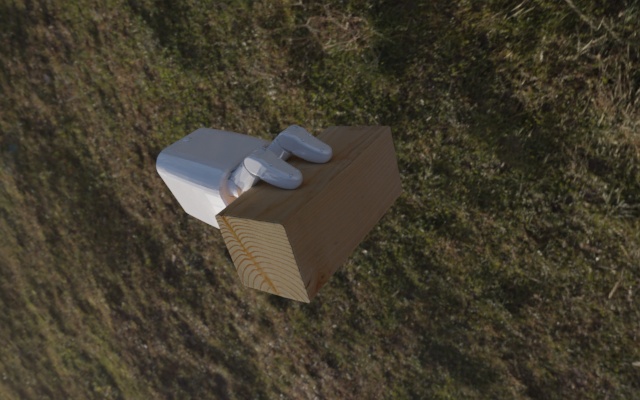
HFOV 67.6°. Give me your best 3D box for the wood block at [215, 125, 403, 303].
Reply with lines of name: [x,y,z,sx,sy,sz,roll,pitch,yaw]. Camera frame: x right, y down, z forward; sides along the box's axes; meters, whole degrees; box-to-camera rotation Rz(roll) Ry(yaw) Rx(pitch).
wood block: [0.000,0.002,0.515,0.090,0.091,0.206,6,35,36]
